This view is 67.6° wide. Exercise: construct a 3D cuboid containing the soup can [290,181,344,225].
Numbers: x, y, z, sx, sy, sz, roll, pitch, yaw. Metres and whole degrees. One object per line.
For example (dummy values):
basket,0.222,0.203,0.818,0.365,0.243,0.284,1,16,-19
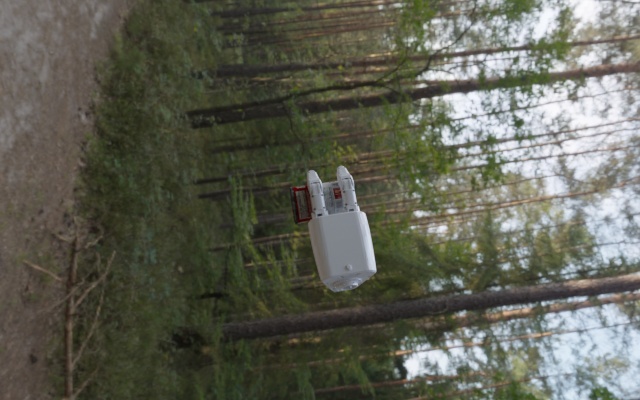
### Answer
soup can,0.000,0.002,0.860,0.102,0.068,0.068,-8,1,-6
